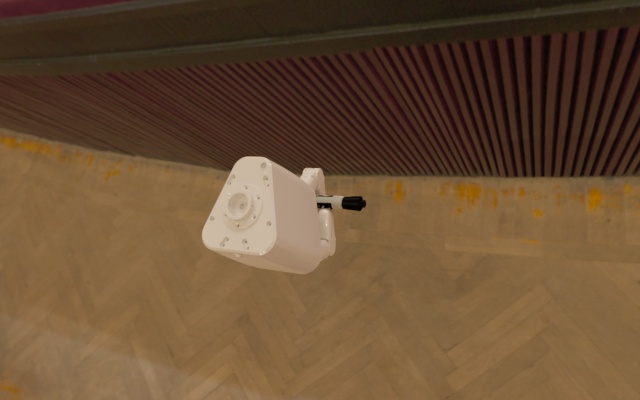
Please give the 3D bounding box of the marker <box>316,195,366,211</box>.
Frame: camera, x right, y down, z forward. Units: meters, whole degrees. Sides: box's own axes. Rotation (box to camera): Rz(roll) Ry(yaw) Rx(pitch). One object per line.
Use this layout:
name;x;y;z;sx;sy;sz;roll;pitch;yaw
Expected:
marker;0.000;0.002;0.610;0.121;0.020;0.020;2;1;26
